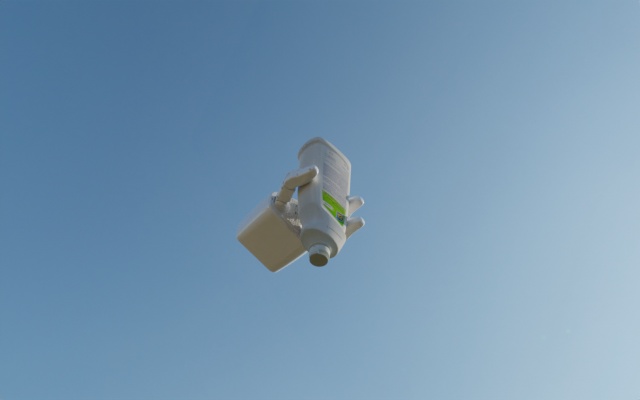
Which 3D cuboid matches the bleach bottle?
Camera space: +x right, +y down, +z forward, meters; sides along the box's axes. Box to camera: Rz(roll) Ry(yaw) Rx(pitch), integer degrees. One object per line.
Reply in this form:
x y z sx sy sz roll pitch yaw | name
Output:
0.000 0.003 0.789 0.102 0.250 0.068 37 -56 -23 | bleach bottle
